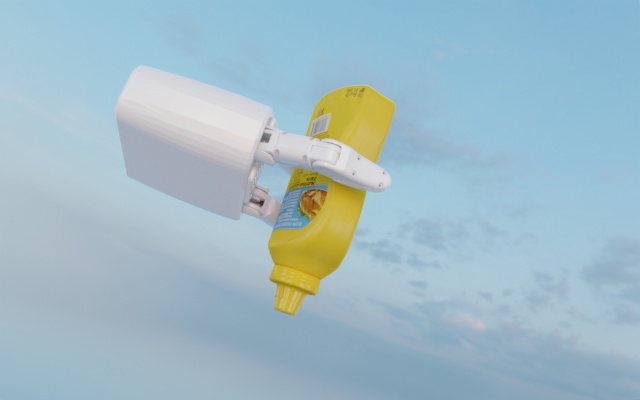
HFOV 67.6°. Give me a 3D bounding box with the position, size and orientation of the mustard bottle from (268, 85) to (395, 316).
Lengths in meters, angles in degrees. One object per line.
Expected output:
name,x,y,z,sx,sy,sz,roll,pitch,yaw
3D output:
mustard bottle,0.000,0.001,0.404,0.058,0.191,0.096,27,-18,-26
